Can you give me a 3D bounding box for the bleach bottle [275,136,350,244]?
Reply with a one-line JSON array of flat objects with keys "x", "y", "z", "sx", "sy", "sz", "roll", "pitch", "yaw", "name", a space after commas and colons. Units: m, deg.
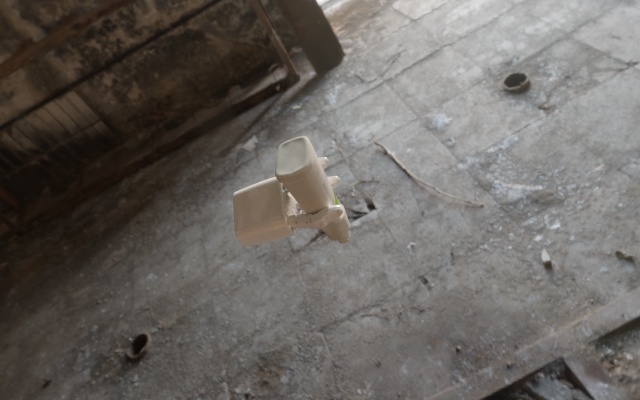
[{"x": 0.000, "y": 0.003, "z": 0.891, "sx": 0.068, "sy": 0.102, "sz": 0.251, "roll": -17, "pitch": -46, "yaw": 15, "name": "bleach bottle"}]
